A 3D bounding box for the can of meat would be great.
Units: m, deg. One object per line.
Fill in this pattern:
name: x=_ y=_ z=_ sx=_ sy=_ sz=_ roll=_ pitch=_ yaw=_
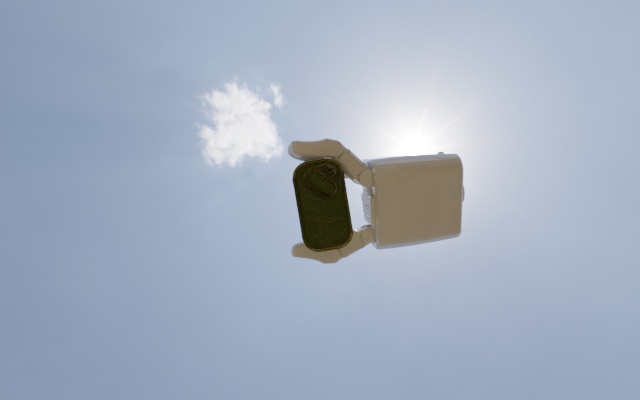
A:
can of meat: x=0.000 y=0.002 z=0.566 sx=0.057 sy=0.102 sz=0.084 roll=-10 pitch=6 yaw=-3
